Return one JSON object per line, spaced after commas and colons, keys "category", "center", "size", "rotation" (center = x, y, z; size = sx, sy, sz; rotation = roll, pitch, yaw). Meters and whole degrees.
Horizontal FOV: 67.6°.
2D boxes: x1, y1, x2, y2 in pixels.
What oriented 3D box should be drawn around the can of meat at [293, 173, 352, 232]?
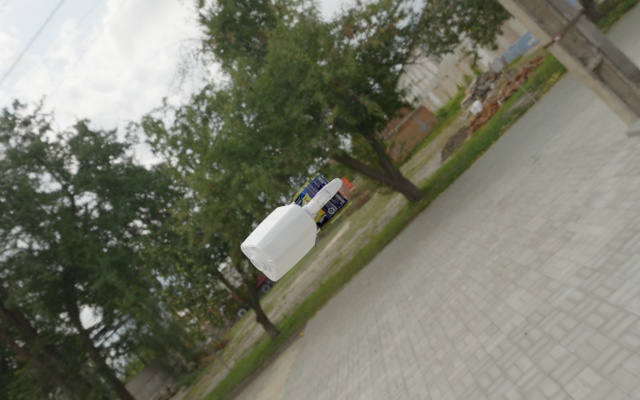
{"category": "can of meat", "center": [0.000, 0.003, 0.889], "size": [0.057, 0.084, 0.102], "rotation": [-45, -1, -22]}
